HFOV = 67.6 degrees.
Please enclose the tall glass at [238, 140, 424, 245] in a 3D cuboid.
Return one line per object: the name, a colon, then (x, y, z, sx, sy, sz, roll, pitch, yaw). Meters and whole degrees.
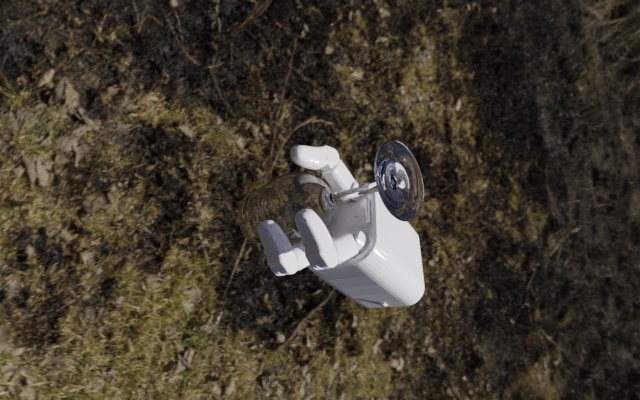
tall glass: (0.000, 0.001, 0.489, 0.201, 0.079, 0.079, -15, -10, 41)
